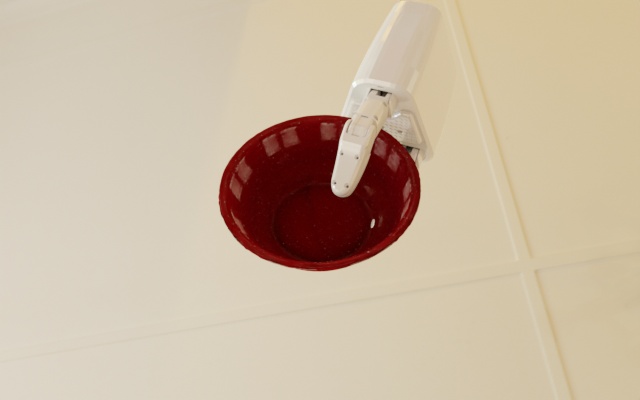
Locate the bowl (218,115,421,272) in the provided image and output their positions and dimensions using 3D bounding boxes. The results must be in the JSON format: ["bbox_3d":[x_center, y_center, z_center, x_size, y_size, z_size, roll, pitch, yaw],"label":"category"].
[{"bbox_3d":[-0.001,0.002,0.402,0.162,0.162,0.055,0,-39,4],"label":"bowl"}]
